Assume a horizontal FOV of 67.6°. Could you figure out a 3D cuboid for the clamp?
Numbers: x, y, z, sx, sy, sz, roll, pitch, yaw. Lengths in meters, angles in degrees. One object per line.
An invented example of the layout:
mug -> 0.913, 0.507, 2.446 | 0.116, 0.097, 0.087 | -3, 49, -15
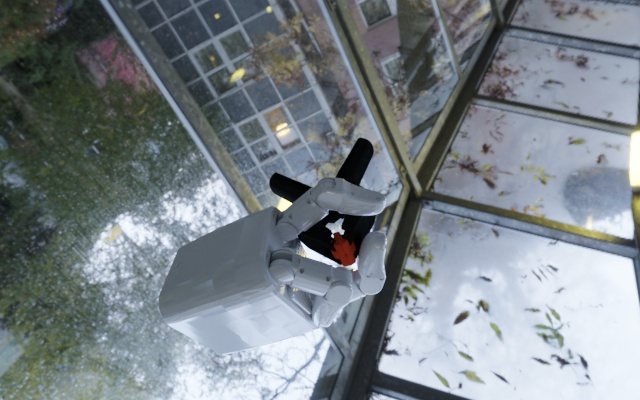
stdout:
clamp -> 0.000, 0.002, 0.472 | 0.120, 0.039, 0.171 | -22, 31, 16
